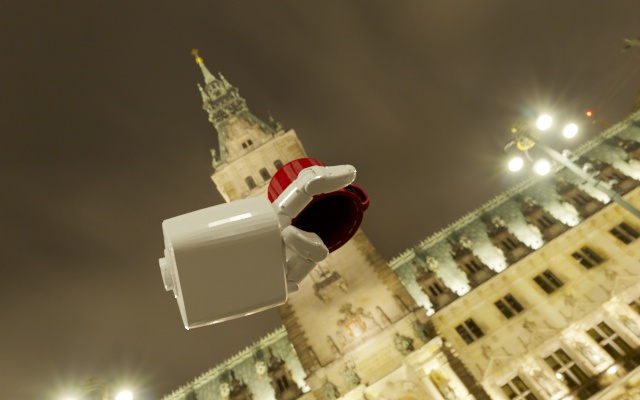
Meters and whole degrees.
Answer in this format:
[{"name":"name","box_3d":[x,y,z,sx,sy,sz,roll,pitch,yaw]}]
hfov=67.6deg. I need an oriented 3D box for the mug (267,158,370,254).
[{"name":"mug","box_3d":[0.001,0.001,0.552,0.117,0.093,0.081,-14,42,-23]}]
